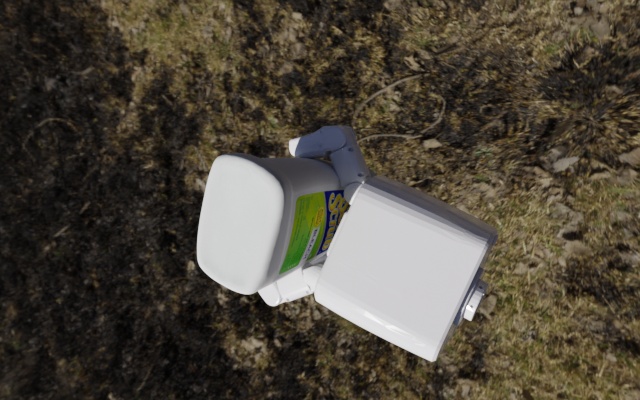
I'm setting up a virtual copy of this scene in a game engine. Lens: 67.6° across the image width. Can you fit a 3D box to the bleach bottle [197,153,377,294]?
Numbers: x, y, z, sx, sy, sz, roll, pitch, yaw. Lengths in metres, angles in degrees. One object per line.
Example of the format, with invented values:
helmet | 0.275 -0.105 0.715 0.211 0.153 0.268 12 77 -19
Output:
bleach bottle | 0.000 0.002 0.439 0.068 0.102 0.251 24 19 24
